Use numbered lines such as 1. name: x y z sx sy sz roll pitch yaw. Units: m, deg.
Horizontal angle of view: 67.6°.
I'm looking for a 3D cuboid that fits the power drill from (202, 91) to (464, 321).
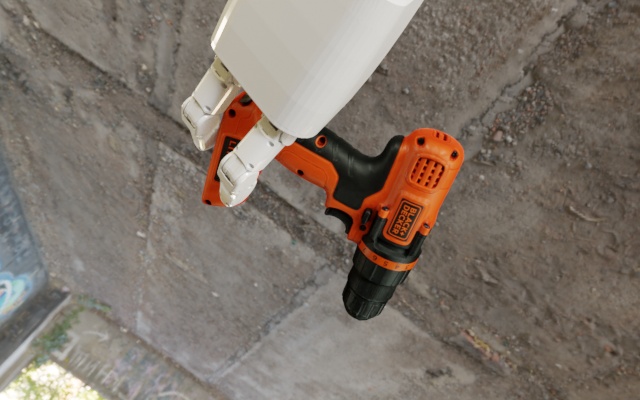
1. power drill: 0.000 0.001 0.401 0.187 0.184 0.057 22 26 3
